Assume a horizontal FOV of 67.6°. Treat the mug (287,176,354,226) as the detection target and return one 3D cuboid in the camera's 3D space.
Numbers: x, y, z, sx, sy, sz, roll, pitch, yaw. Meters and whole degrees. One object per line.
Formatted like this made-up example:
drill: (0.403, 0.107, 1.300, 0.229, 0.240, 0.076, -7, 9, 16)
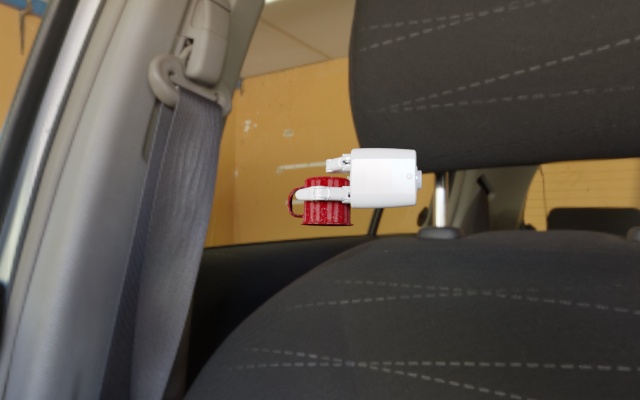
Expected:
mug: (-0.001, 0.003, 0.838, 0.117, 0.081, 0.093, 0, -5, 8)
